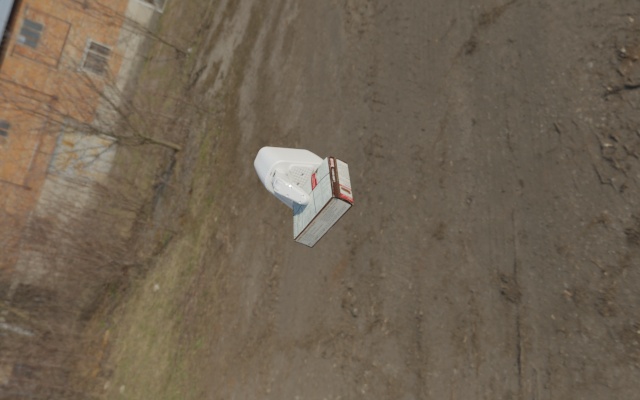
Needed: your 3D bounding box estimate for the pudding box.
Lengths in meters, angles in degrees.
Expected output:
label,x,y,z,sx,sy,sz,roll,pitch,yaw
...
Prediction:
label,x,y,z,sx,sy,sz,roll,pitch,yaw
pudding box,0.000,0.002,0.714,0.039,0.090,0.113,20,-49,-25
